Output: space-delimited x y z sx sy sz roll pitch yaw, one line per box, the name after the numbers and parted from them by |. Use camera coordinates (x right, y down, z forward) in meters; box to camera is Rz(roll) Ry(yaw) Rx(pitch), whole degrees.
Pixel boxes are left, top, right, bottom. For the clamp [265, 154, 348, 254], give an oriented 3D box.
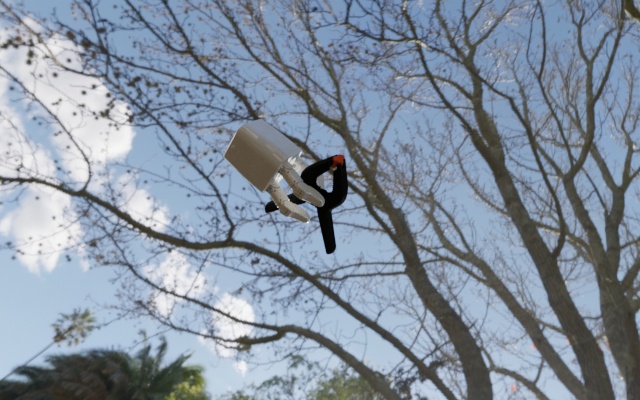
0.001 0.002 0.899 0.210 0.164 0.036 -52 0 38 | clamp
